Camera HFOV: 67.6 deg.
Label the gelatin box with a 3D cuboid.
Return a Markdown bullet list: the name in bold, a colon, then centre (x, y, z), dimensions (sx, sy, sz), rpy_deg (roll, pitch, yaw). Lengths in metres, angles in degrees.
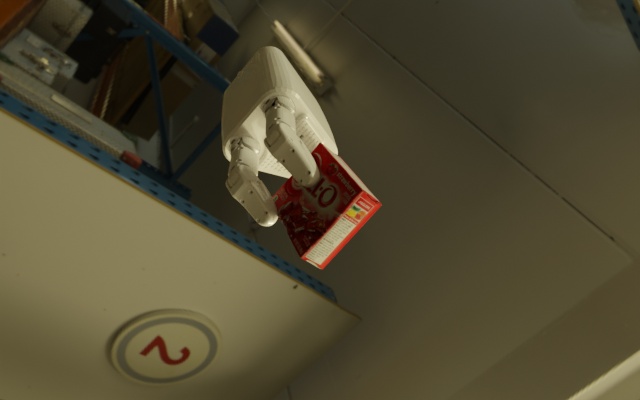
- **gelatin box**: centre (0.000, 0.002, 0.404), dimensions (0.030, 0.073, 0.089), rpy_deg (34, 14, -38)
